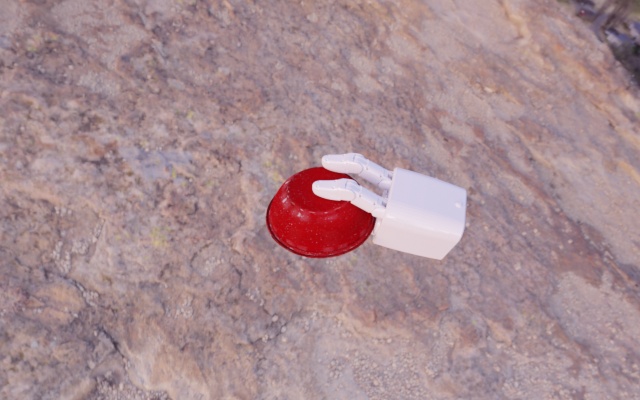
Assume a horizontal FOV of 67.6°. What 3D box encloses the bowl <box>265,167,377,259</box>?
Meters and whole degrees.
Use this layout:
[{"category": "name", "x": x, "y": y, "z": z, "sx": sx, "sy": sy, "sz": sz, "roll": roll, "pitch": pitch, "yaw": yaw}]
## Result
[{"category": "bowl", "x": -0.001, "y": 0.002, "z": 0.677, "sx": 0.162, "sy": 0.162, "sz": 0.055, "roll": 0, "pitch": -44, "yaw": 3}]
